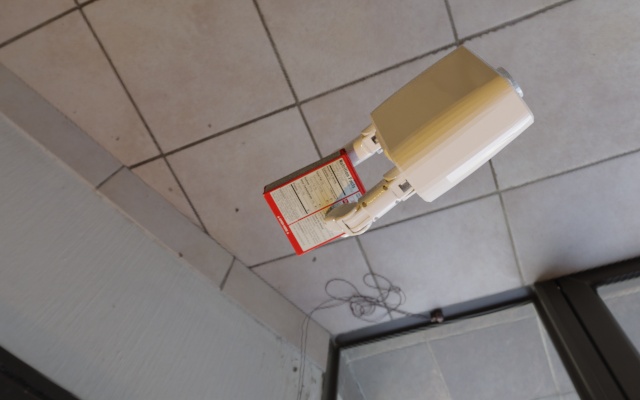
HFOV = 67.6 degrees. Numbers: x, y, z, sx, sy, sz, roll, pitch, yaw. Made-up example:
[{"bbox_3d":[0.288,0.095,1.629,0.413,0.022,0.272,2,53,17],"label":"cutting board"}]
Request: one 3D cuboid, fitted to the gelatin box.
[{"bbox_3d":[0.000,0.002,0.462,0.089,0.073,0.030,-26,18,8],"label":"gelatin box"}]
